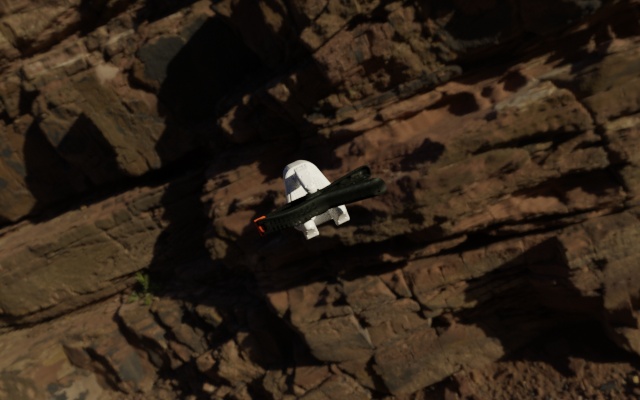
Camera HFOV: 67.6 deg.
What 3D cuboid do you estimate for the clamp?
[{"bbox_3d":[-0.001,0.002,0.727,0.210,0.036,0.164,-25,10,-4],"label":"clamp"}]
